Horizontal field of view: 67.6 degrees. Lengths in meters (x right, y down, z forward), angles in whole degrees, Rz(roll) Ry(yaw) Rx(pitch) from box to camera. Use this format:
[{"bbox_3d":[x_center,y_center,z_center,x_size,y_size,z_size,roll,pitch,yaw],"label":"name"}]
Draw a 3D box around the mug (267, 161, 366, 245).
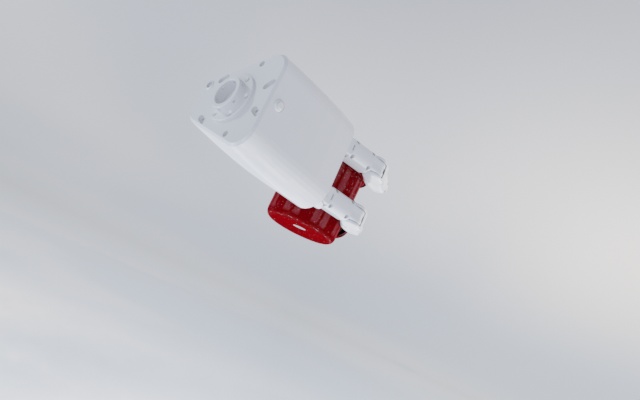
[{"bbox_3d":[0.001,0.003,0.537,0.093,0.081,0.117,12,-20,44],"label":"mug"}]
